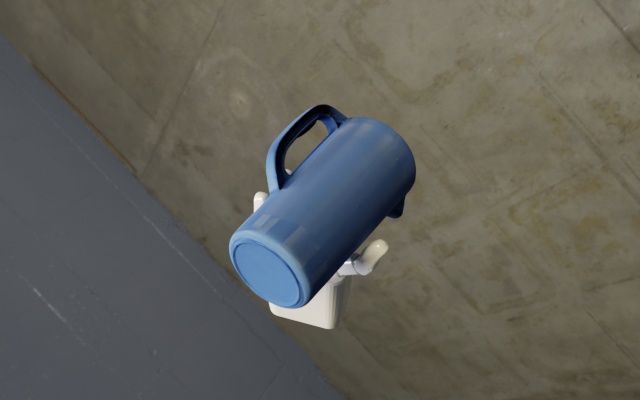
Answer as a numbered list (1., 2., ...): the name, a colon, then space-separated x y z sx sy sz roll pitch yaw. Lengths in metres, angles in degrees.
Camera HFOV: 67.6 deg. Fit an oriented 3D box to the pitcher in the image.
1. pitcher: 0.000 0.002 0.570 0.149 0.145 0.242 25 47 21
